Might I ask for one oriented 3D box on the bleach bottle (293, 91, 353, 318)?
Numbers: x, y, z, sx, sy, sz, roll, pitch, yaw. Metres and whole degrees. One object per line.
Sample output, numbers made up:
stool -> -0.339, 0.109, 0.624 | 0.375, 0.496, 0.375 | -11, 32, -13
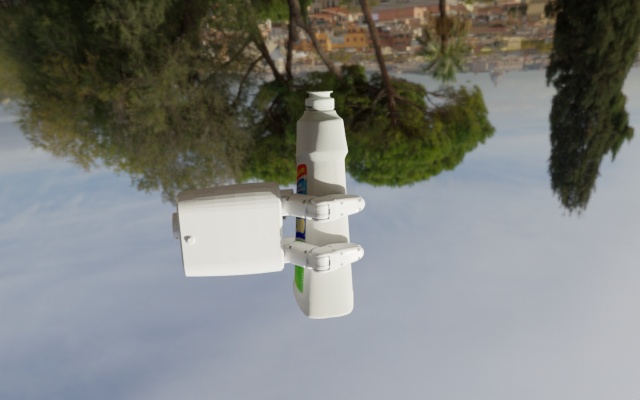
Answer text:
bleach bottle -> 0.000, 0.002, 0.552 | 0.068, 0.251, 0.102 | -4, 15, -11
